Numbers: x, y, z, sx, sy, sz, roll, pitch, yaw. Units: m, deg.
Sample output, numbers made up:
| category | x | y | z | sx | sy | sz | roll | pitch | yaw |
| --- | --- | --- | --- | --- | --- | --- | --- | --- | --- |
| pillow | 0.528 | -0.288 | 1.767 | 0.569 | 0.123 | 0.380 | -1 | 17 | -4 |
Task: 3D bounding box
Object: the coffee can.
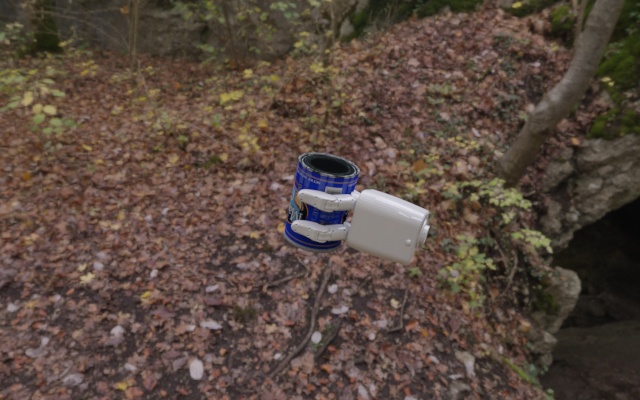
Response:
| category | x | y | z | sx | sy | sz | roll | pitch | yaw |
| --- | --- | --- | --- | --- | --- | --- | --- | --- | --- |
| coffee can | 0.000 | 0.003 | 0.806 | 0.103 | 0.140 | 0.102 | 11 | 24 | -5 |
